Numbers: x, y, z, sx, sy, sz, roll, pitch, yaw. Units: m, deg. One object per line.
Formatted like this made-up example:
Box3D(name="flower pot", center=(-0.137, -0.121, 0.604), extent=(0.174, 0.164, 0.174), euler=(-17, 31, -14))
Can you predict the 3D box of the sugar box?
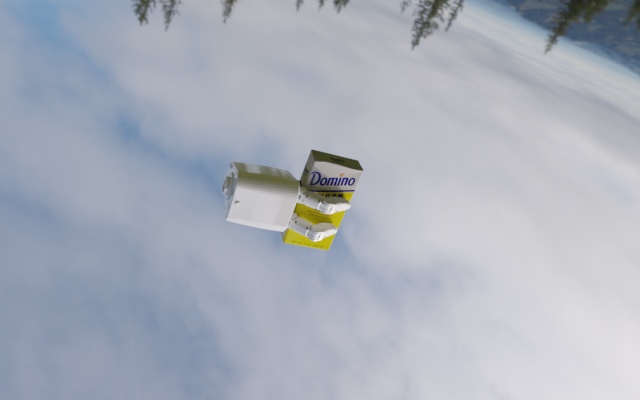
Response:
Box3D(name="sugar box", center=(0.000, 0.003, 0.851), extent=(0.093, 0.176, 0.048), euler=(11, 31, -20))
